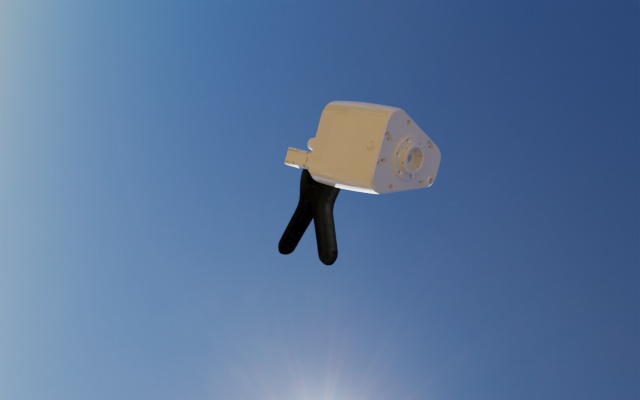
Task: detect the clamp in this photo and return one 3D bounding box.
[{"bbox_3d":[0.001,0.002,0.619,0.039,0.171,0.120,13,3,-39],"label":"clamp"}]
